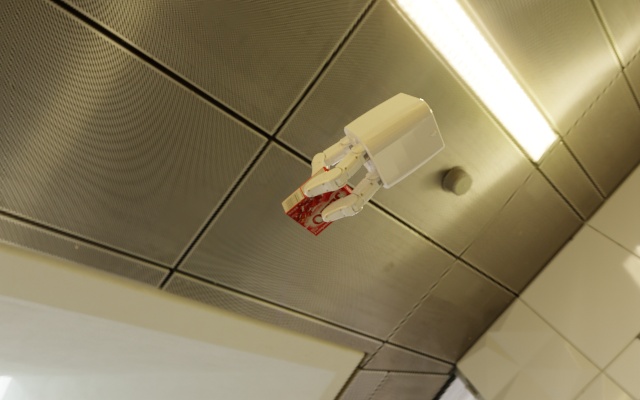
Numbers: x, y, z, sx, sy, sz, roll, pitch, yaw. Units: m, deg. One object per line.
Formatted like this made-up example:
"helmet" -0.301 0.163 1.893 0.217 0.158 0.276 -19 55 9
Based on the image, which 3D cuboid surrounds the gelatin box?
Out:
"gelatin box" 0.000 0.002 0.708 0.073 0.089 0.030 39 17 -39
